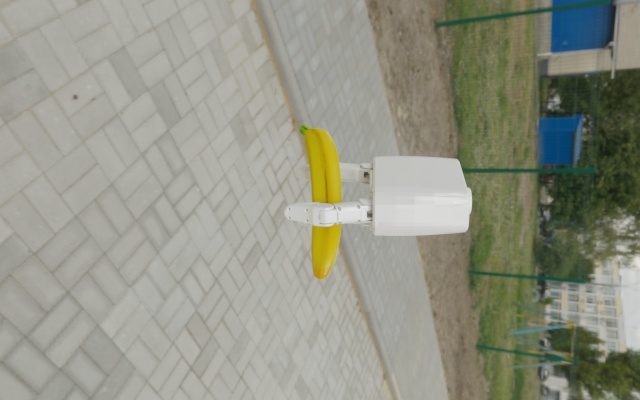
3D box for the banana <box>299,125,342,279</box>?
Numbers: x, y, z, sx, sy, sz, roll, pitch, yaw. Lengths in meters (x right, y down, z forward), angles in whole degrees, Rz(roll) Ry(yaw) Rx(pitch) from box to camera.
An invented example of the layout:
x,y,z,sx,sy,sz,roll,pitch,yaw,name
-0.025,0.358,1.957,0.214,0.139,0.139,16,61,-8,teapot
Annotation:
x,y,z,sx,sy,sz,roll,pitch,yaw,name
0.004,-0.004,0.577,0.037,0.197,0.069,-2,-8,-13,banana
